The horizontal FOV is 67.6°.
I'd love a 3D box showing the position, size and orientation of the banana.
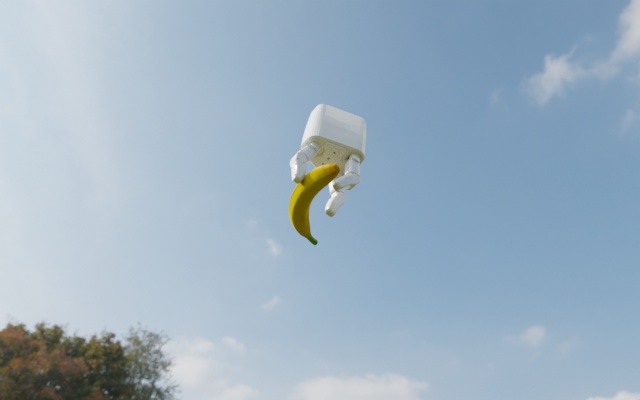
[{"bbox_3d":[-0.019,0.000,0.834,0.069,0.037,0.198,15,-44,0],"label":"banana"}]
